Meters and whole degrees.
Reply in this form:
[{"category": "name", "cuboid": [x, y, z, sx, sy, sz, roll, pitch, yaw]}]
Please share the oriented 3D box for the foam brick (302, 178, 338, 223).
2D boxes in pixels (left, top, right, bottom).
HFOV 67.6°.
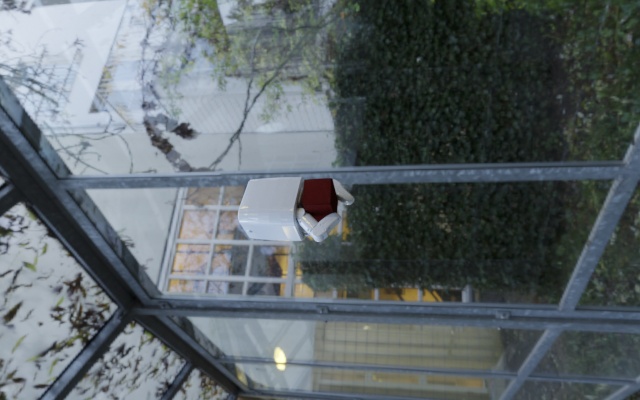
[{"category": "foam brick", "cuboid": [0.000, 0.003, 0.849, 0.051, 0.053, 0.078, -1, -30, 10]}]
